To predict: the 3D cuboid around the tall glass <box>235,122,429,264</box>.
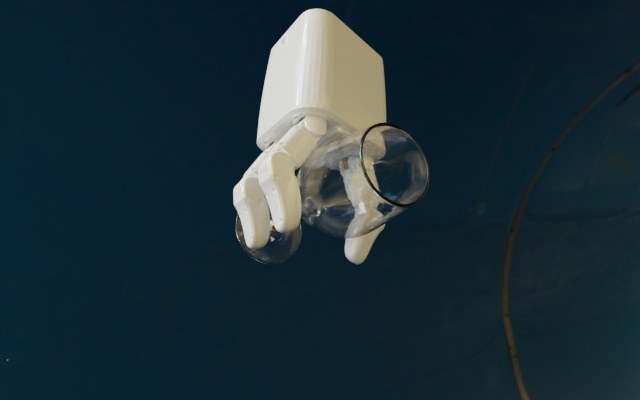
[{"bbox_3d":[0.000,0.002,0.409,0.079,0.079,0.201,0,-15,-33],"label":"tall glass"}]
